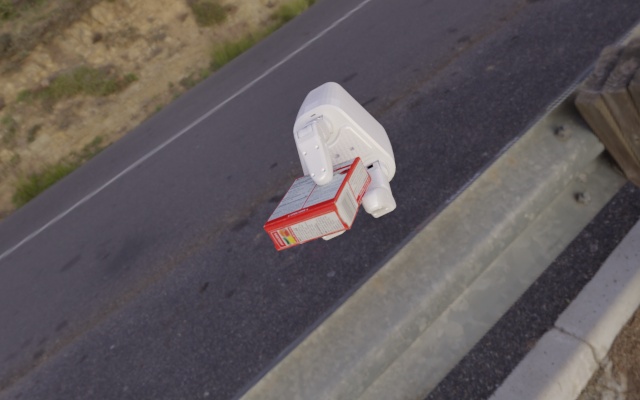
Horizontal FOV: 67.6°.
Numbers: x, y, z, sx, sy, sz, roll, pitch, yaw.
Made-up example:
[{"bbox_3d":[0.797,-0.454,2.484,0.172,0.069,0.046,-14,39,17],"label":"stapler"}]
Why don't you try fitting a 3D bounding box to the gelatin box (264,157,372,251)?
[{"bbox_3d":[0.000,0.001,0.424,0.073,0.030,0.089,-19,22,28],"label":"gelatin box"}]
